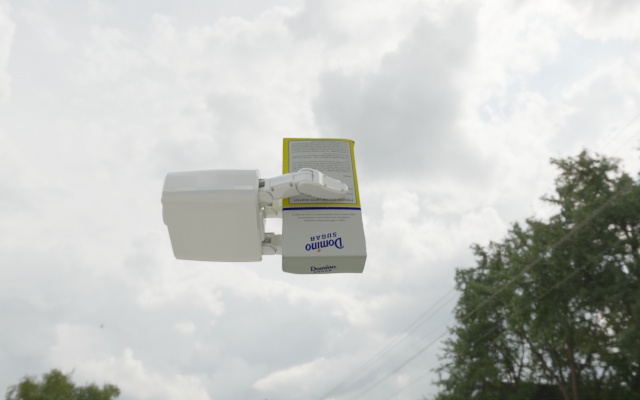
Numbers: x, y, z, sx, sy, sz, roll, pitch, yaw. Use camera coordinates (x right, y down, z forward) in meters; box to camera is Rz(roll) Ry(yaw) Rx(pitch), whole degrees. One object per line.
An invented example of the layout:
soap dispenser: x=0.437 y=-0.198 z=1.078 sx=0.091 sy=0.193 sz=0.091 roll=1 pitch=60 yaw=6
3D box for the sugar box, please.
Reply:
sugar box: x=0.000 y=0.002 z=0.568 sx=0.093 sy=0.176 sz=0.048 roll=0 pitch=-35 yaw=-3
